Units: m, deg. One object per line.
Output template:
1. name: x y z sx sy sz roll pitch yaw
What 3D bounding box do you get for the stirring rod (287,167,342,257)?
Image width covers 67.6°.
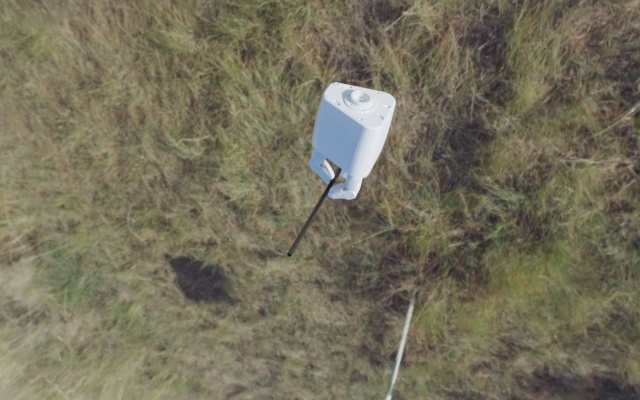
1. stirring rod: 0.000 0.003 0.813 0.011 0.011 0.239 0 43 34
